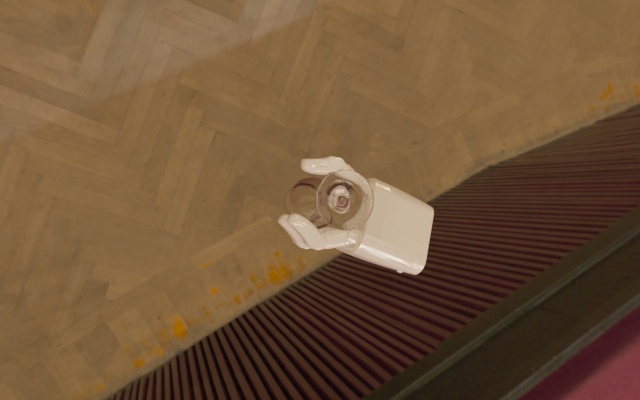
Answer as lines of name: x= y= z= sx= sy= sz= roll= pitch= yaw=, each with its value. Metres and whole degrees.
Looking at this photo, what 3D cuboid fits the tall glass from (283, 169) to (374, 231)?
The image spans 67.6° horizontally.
tall glass: x=0.000 y=0.002 z=0.668 sx=0.079 sy=0.079 sz=0.201 roll=0 pitch=-1 yaw=-18
